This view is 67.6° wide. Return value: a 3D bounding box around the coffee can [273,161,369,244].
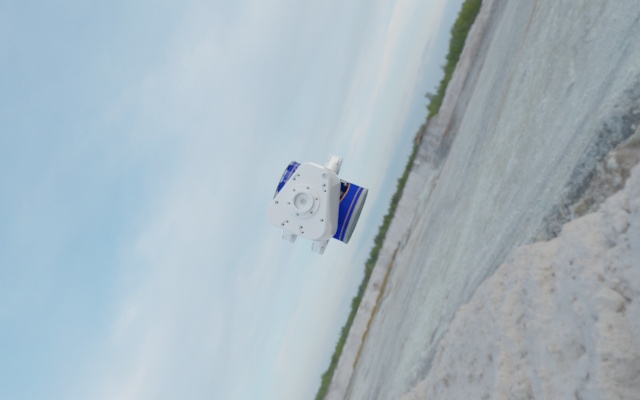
[{"bbox_3d":[0.000,0.003,0.831,0.140,0.103,0.103,21,3,8],"label":"coffee can"}]
